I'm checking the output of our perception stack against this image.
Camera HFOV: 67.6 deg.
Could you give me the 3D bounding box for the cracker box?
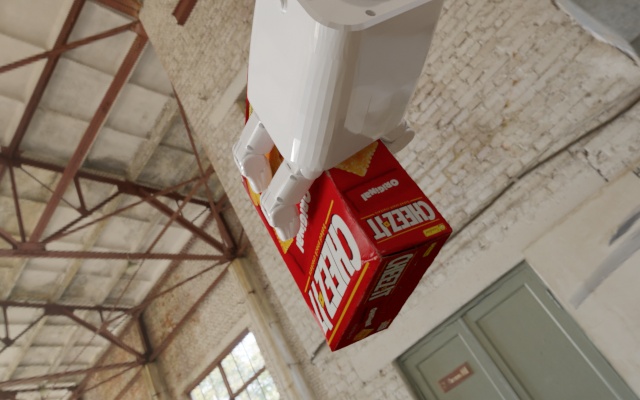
[{"bbox_3d":[0.000,0.001,0.425,0.072,0.213,0.164,-17,-33,-24],"label":"cracker box"}]
